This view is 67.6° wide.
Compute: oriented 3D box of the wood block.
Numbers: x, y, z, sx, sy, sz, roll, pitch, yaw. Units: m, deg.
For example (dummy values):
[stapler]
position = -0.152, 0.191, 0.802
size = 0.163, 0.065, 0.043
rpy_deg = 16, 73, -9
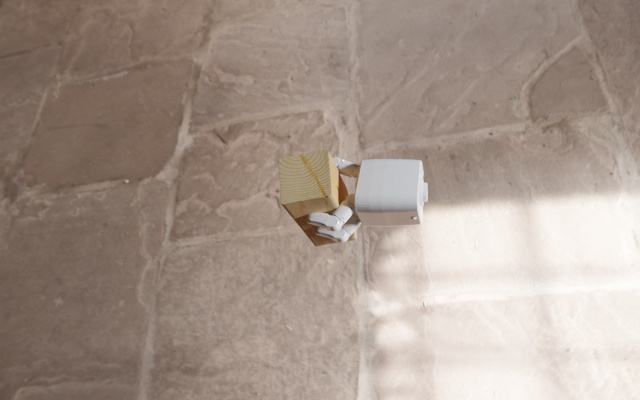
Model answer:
[wood block]
position = 0.000, 0.002, 0.878
size = 0.090, 0.090, 0.206
rpy_deg = -10, -27, 12
